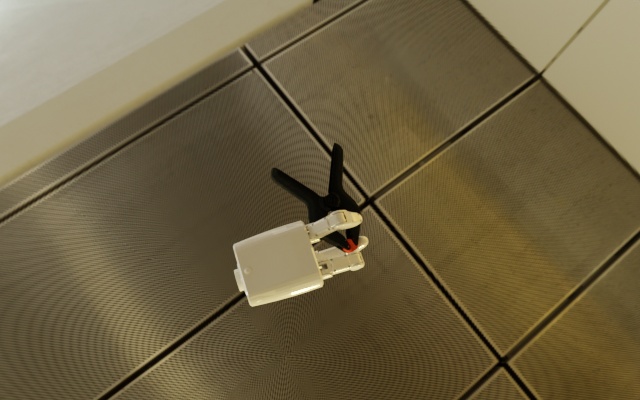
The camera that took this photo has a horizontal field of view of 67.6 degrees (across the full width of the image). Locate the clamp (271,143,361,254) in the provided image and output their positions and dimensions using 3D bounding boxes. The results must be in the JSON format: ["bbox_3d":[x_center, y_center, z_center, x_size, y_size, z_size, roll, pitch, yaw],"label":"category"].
[{"bbox_3d":[0.000,0.003,0.718,0.120,0.171,0.039,-17,-16,-8],"label":"clamp"}]
